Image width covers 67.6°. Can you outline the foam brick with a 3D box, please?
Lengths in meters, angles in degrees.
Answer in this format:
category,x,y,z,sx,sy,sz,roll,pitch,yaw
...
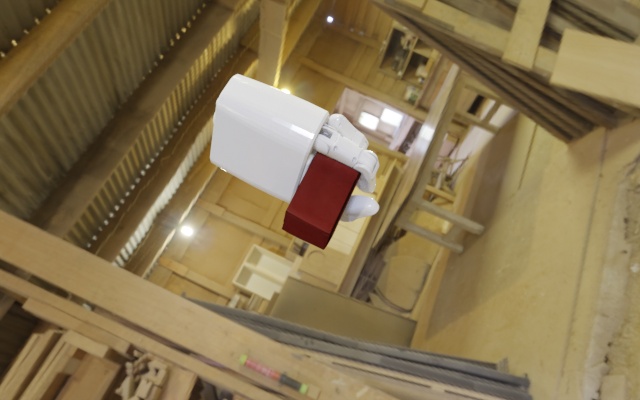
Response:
category,x,y,z,sx,sy,sz,roll,pitch,yaw
foam brick,0.000,0.002,0.492,0.051,0.078,0.053,26,-25,2
